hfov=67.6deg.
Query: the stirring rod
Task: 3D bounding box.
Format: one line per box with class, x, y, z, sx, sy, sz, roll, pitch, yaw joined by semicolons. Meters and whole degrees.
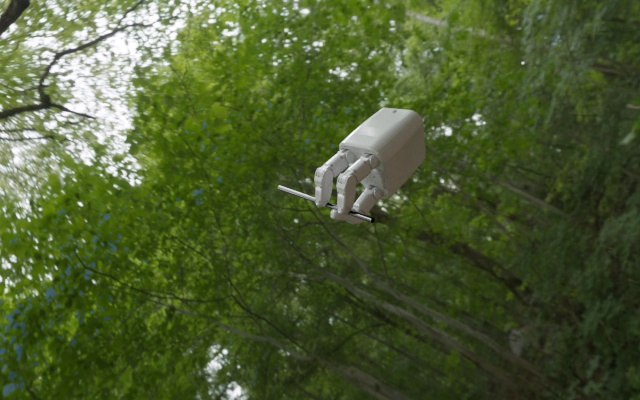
stirring rod;0.000;0.003;0.760;0.011;0.011;0.239;0;12;-38
